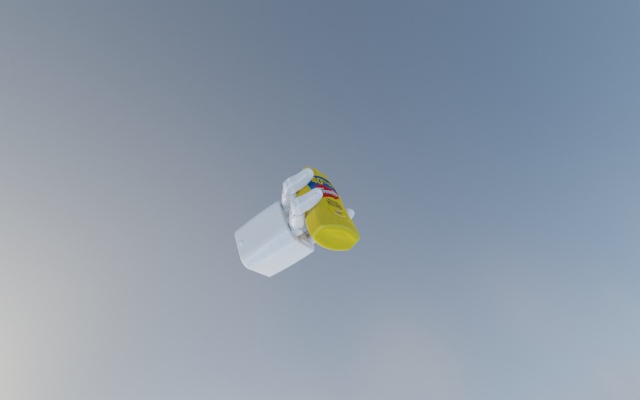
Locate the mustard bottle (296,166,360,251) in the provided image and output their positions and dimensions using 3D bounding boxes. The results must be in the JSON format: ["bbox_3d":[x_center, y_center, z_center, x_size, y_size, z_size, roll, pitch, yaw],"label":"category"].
[{"bbox_3d":[0.000,0.003,0.871,0.096,0.058,0.191,20,31,-36],"label":"mustard bottle"}]
